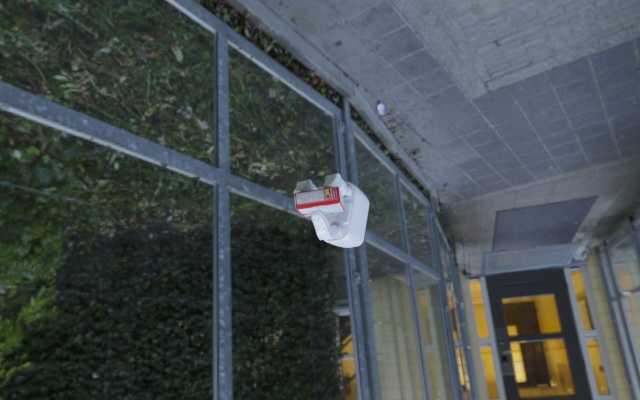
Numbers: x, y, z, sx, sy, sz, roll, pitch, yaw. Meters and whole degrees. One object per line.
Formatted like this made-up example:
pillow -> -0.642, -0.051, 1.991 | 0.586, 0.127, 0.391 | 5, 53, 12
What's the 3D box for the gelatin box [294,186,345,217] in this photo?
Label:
gelatin box -> 0.000, 0.003, 0.796 | 0.073, 0.030, 0.089 | -8, -11, 6
